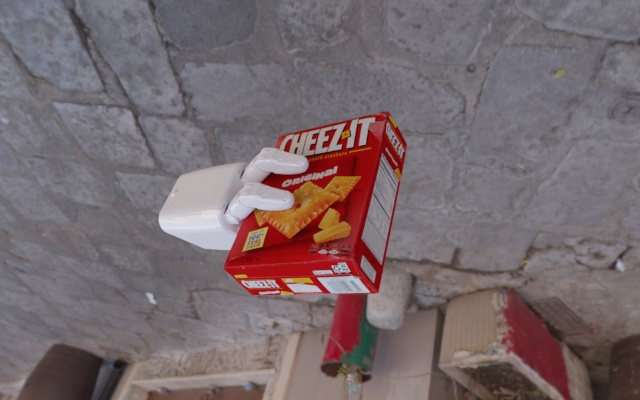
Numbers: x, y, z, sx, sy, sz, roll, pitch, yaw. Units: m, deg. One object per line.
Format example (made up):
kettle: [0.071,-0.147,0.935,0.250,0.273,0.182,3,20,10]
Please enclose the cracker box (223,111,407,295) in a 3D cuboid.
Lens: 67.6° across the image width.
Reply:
cracker box: [0.000,0.002,0.558,0.164,0.213,0.072,-7,-42,30]
